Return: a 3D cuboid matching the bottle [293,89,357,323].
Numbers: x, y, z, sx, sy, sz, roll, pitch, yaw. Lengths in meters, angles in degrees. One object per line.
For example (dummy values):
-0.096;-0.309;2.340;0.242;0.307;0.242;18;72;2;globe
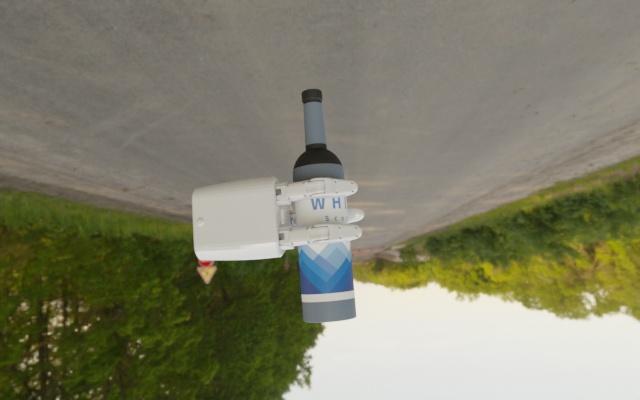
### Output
0.000;0.002;0.613;0.069;0.295;0.069;-5;-7;-1;bottle
